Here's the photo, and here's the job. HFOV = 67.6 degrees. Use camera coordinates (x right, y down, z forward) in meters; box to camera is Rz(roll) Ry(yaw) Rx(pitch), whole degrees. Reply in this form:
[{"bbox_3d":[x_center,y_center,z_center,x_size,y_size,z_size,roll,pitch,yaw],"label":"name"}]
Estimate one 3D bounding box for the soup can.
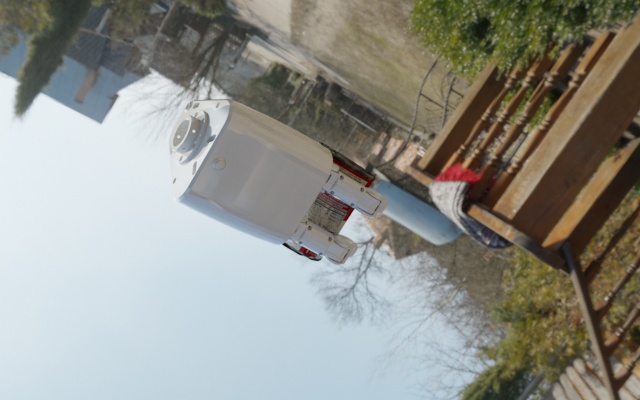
[{"bbox_3d":[0.000,0.002,0.483,0.068,0.102,0.068,32,9,-5],"label":"soup can"}]
